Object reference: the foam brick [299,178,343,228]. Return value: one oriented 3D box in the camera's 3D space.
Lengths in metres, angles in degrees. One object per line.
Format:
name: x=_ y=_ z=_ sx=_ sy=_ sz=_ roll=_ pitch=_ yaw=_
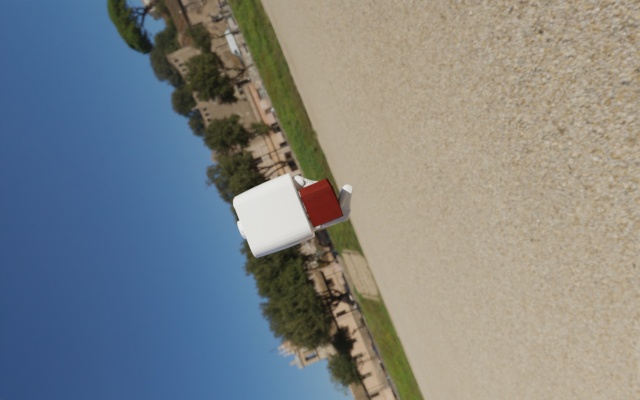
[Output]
foam brick: x=0.000 y=0.002 z=0.753 sx=0.051 sy=0.053 sz=0.078 roll=-21 pitch=12 yaw=0
